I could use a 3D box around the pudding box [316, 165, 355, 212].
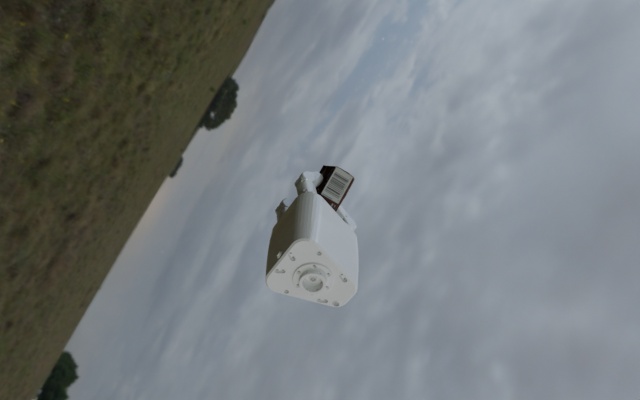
[{"bbox_3d":[0.000,0.002,0.729,0.039,0.113,0.090,32,-2,-14],"label":"pudding box"}]
